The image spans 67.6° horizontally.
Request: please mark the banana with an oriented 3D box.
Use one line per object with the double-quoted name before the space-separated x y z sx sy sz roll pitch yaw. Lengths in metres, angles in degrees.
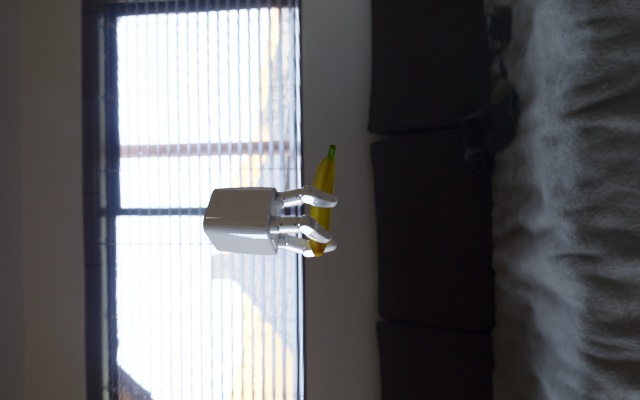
"banana" 0.001 0.006 0.819 0.037 0.197 0.070 5 -20 4
